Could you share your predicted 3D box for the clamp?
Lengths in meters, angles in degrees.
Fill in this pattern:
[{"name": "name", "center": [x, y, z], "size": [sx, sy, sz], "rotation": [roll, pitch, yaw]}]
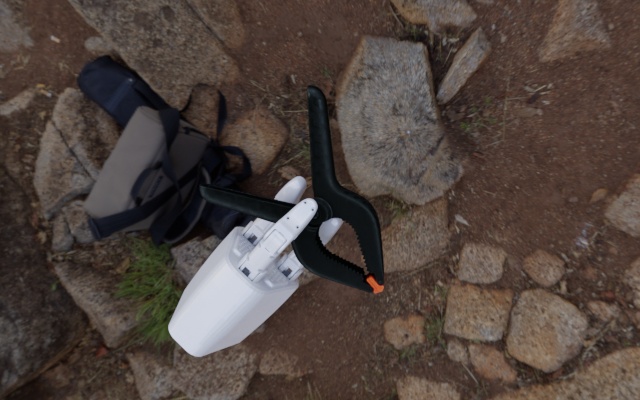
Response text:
[{"name": "clamp", "center": [0.000, 0.002, 0.483], "size": [0.210, 0.164, 0.036], "rotation": [43, 12, 2]}]
